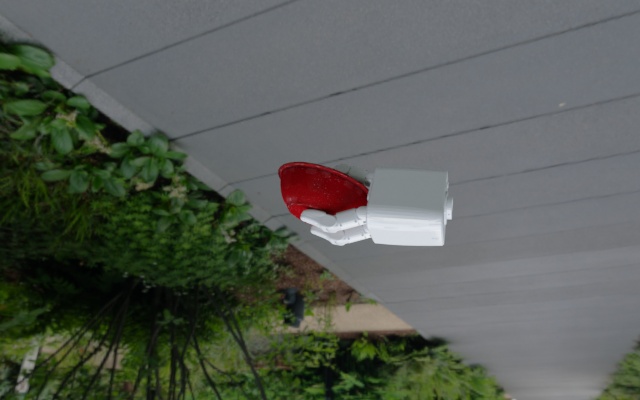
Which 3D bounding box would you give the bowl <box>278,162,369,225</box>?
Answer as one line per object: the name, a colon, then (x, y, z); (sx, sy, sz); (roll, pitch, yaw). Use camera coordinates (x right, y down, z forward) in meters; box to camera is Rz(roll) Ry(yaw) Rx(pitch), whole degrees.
bowl: (-0.001, 0.003, 0.755); (0.162, 0.055, 0.162); (17, -20, 6)
